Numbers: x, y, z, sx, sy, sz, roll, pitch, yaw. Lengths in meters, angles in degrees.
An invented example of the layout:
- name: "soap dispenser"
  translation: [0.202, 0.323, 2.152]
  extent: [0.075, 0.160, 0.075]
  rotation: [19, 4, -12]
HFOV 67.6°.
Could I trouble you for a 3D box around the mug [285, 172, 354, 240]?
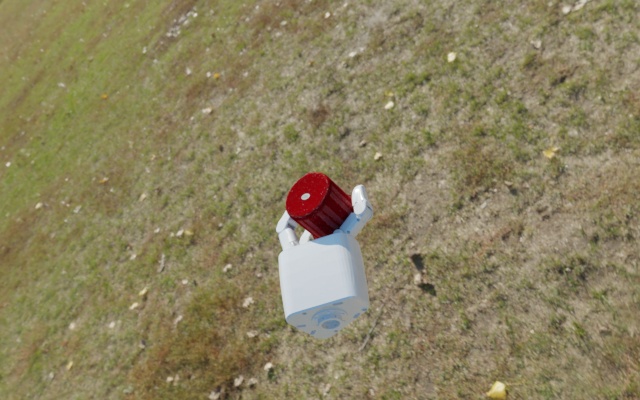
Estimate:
- name: "mug"
  translation: [0.000, 0.001, 0.726]
  extent: [0.093, 0.117, 0.081]
  rotation: [-31, -46, 20]
